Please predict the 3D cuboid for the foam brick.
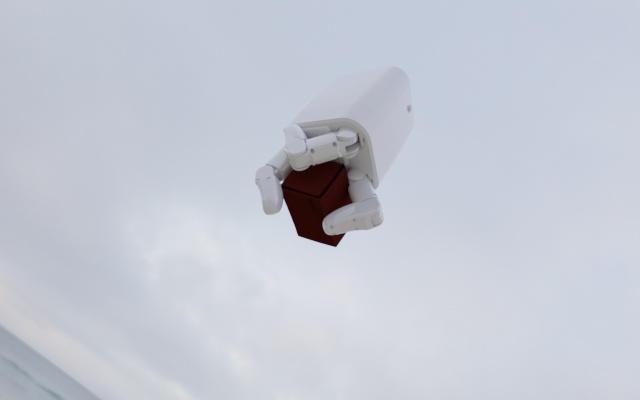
[{"bbox_3d":[0.000,0.002,0.505,0.053,0.078,0.051,16,52,30],"label":"foam brick"}]
